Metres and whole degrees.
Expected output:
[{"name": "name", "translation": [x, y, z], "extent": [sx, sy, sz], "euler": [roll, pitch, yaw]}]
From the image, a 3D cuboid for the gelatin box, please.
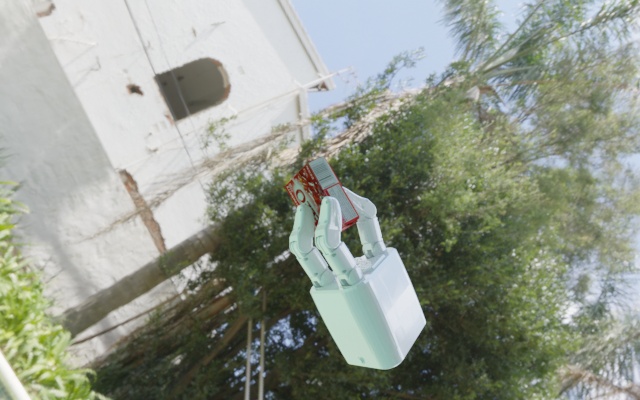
[{"name": "gelatin box", "translation": [0.000, 0.001, 0.583], "extent": [0.030, 0.089, 0.073], "euler": [-26, -8, -33]}]
